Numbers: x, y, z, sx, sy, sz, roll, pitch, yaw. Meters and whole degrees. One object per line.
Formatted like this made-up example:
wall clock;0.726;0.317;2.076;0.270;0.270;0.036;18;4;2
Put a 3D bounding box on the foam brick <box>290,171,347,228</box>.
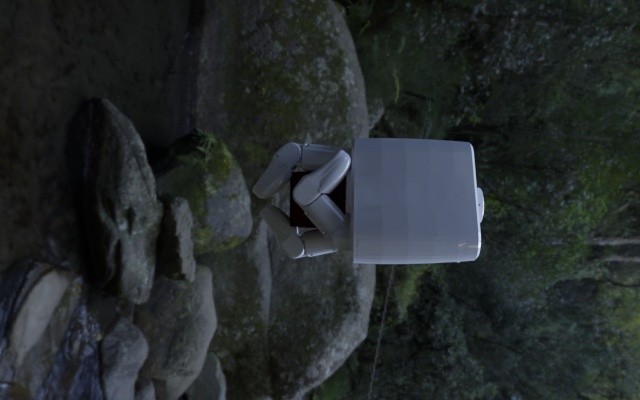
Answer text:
foam brick;0.000;0.001;0.472;0.051;0.053;0.078;0;-3;4
